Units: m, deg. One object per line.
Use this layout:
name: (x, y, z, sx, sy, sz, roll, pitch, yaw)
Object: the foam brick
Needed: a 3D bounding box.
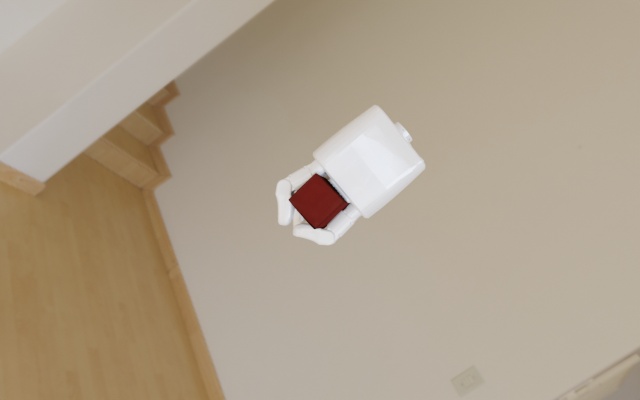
foam brick: (0.000, 0.002, 0.627, 0.051, 0.053, 0.078, -43, -8, 6)
